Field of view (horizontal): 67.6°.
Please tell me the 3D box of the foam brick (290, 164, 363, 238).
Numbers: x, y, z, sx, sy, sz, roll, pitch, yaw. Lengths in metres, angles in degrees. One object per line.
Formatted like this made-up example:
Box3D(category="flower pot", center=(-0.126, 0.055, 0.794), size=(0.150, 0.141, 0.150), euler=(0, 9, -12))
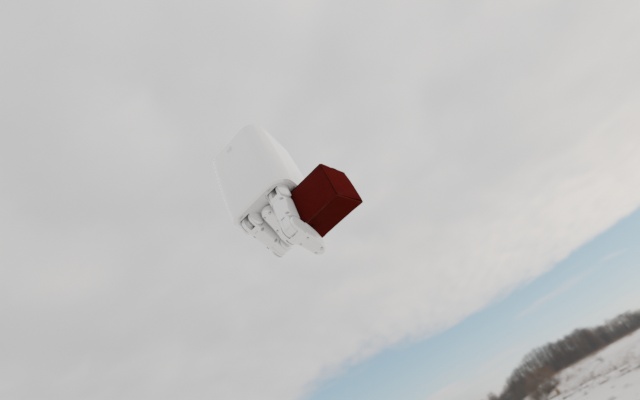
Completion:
Box3D(category="foam brick", center=(0.000, 0.002, 0.584), size=(0.078, 0.051, 0.053), euler=(-42, -34, 24))
